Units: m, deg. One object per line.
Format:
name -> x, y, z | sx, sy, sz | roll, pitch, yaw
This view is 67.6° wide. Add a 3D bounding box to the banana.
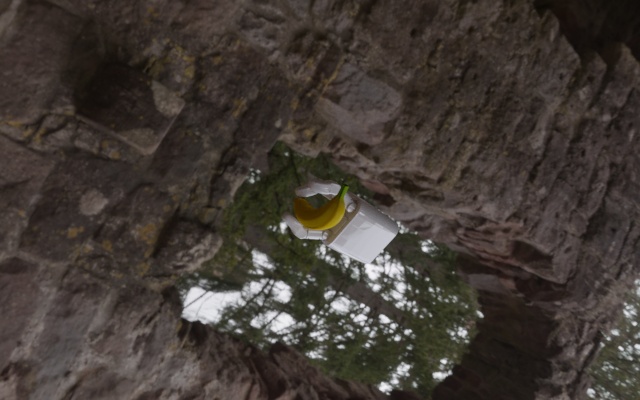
banana -> -0.004, 0.019, 0.838 | 0.037, 0.069, 0.198 | 26, -18, -23
